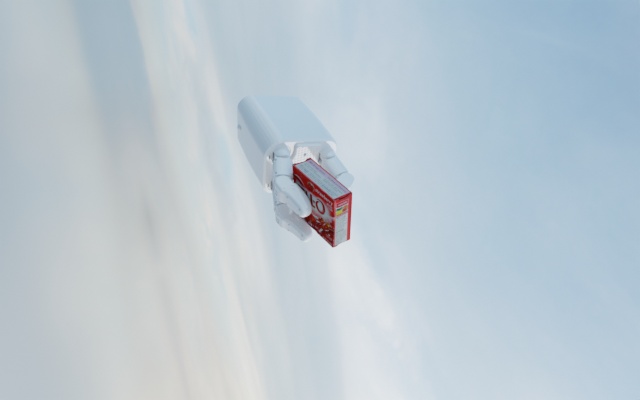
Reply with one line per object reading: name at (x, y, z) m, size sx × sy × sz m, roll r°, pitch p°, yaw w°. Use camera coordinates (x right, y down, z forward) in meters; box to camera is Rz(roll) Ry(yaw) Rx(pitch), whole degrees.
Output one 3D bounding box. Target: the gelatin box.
gelatin box at (0.001, 0.002, 0.574) m, size 0.030 × 0.073 × 0.089 m, roll -24°, pitch 45°, yaw -27°
